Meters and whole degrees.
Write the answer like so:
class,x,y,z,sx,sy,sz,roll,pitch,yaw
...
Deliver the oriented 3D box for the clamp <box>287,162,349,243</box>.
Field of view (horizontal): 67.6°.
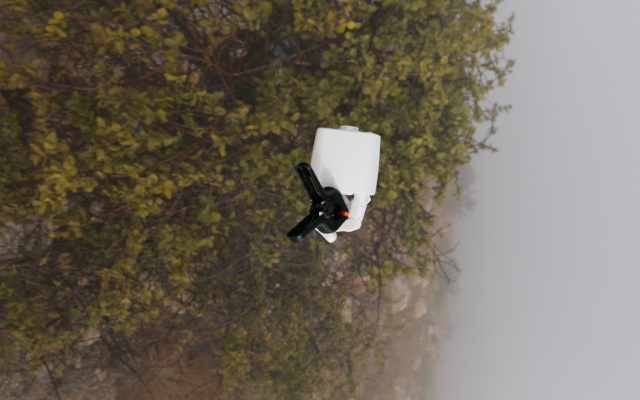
class,x,y,z,sx,sy,sz,roll,pitch,yaw
clamp,0.001,0.003,0.772,0.039,0.120,0.171,10,5,26
